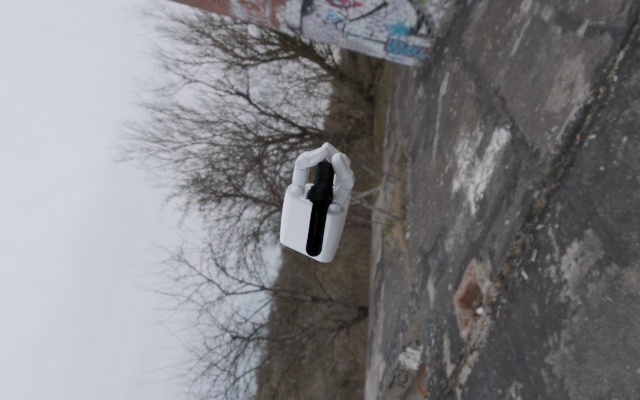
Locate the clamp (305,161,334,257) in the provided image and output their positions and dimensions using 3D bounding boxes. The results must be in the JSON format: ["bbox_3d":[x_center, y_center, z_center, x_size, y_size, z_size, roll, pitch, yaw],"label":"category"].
[{"bbox_3d":[0.000,0.002,0.745,0.039,0.120,0.171,12,30,5],"label":"clamp"}]
